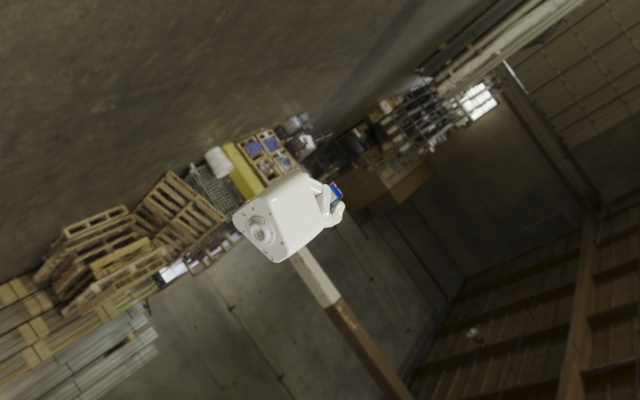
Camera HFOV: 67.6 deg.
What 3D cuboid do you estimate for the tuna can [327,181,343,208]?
[{"bbox_3d":[0.001,0.003,0.888,0.086,0.034,0.086,-38,3,3],"label":"tuna can"}]
